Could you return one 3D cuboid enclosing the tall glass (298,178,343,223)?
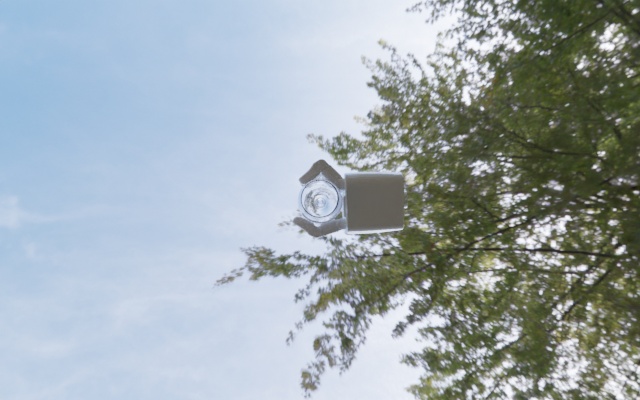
[{"bbox_3d":[0.000,0.003,0.866,0.079,0.079,0.201,0,-3,1],"label":"tall glass"}]
